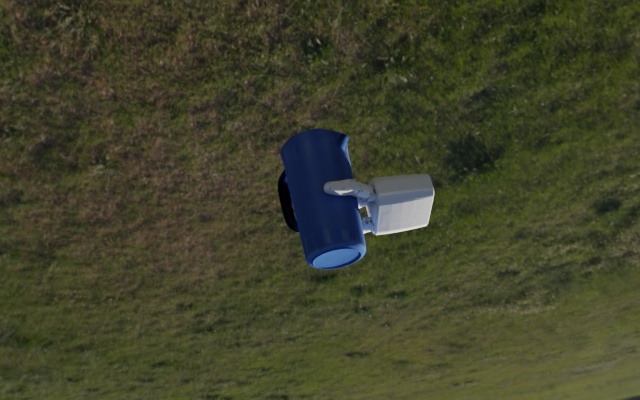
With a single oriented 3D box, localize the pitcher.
[{"bbox_3d":[0.000,0.003,0.891,0.145,0.242,0.149,-7,-29,-7],"label":"pitcher"}]
